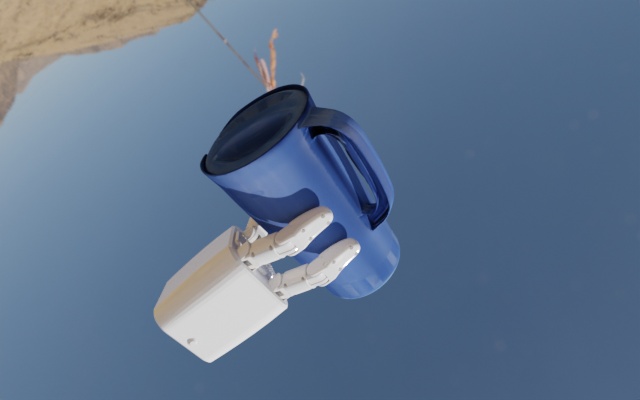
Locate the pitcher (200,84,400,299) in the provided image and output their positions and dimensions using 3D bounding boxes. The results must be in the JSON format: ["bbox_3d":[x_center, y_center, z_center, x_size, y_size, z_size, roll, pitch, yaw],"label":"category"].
[{"bbox_3d":[0.000,0.002,0.529,0.145,0.243,0.149,-39,33,0],"label":"pitcher"}]
